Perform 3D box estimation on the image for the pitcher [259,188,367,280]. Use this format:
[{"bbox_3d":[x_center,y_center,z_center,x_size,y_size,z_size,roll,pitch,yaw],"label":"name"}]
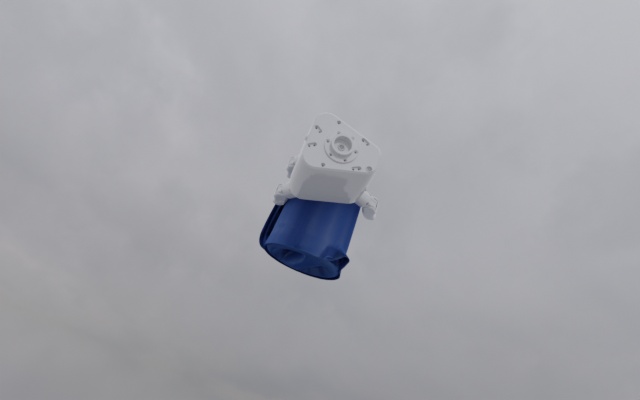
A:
[{"bbox_3d":[0.000,0.003,0.822,0.149,0.242,0.145,23,-23,-3],"label":"pitcher"}]
